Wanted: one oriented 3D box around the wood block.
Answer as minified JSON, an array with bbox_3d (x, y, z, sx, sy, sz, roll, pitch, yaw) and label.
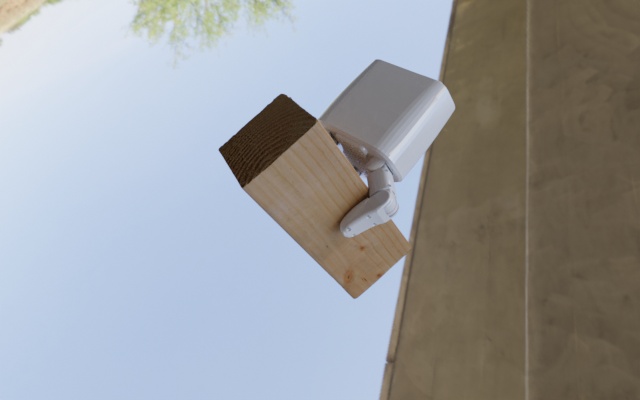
[{"bbox_3d":[0.001,0.002,0.504,0.206,0.090,0.090,49,-1,-38],"label":"wood block"}]
